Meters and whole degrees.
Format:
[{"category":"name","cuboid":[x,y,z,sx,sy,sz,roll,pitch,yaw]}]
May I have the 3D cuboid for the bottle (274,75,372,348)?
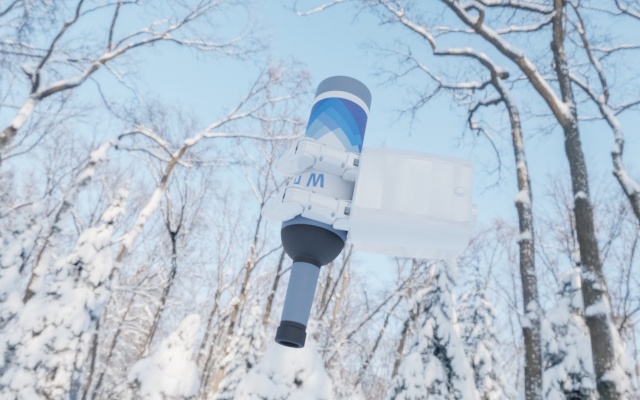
[{"category":"bottle","cuboid":[0.000,0.001,0.493,0.069,0.295,0.069,9,-29,5]}]
